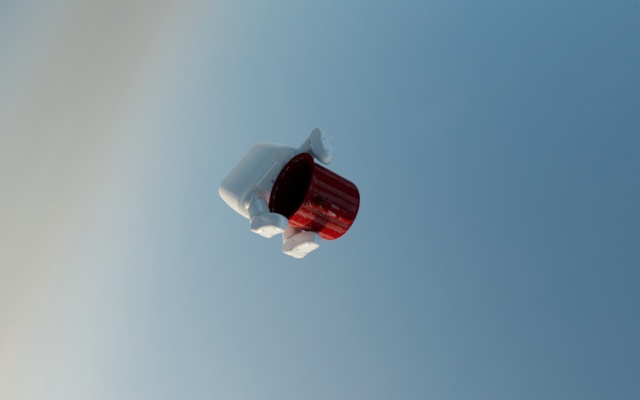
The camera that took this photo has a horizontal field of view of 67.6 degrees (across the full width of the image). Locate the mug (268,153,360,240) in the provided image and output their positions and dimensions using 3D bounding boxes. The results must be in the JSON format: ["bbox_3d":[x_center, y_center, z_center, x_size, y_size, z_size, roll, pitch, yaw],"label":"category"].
[{"bbox_3d":[0.001,0.002,0.581,0.081,0.093,0.117,26,-1,-31],"label":"mug"}]
